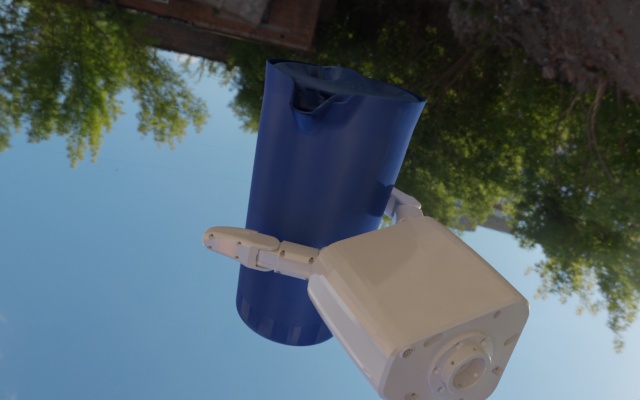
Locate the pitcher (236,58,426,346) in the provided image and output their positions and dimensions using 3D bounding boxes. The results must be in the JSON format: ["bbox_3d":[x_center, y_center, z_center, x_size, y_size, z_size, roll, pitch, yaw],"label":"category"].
[{"bbox_3d":[0.000,0.002,0.440,0.149,0.243,0.145,3,24,-27],"label":"pitcher"}]
